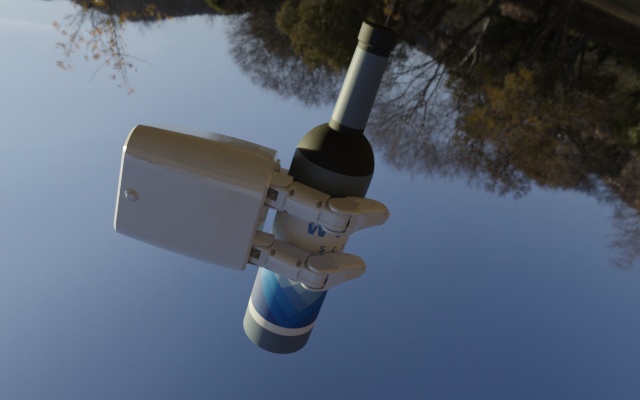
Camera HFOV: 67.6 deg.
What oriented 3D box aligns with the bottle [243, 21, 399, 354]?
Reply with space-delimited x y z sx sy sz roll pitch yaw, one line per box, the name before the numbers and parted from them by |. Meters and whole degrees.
bottle | 0.000 0.002 0.404 0.069 0.296 0.069 15 27 -8
